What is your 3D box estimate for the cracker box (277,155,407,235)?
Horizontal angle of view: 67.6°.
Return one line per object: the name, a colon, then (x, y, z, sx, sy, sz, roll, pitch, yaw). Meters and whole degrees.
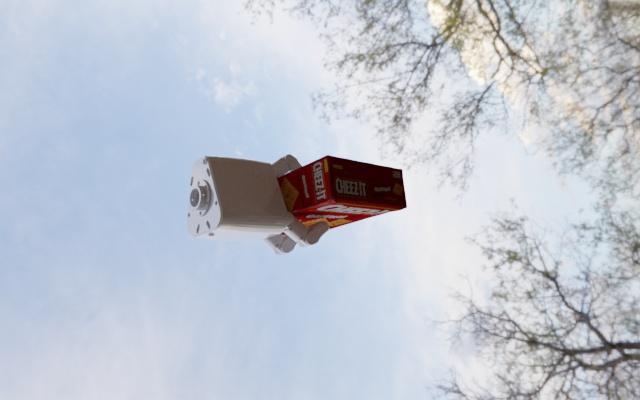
cracker box: (0.000, 0.002, 0.745, 0.164, 0.072, 0.214, 5, -17, -43)
